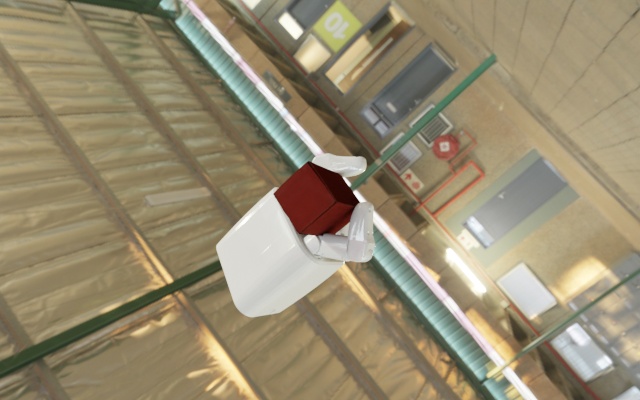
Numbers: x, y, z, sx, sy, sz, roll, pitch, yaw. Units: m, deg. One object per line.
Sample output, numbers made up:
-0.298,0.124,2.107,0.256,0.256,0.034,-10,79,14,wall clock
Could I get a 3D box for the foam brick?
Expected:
0.000,0.001,0.487,0.051,0.053,0.078,-40,-22,16,foam brick
